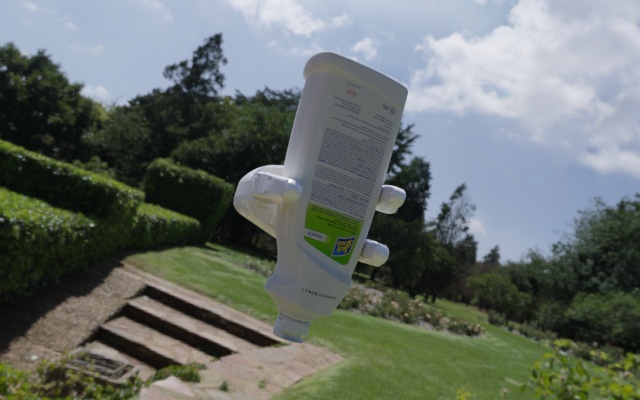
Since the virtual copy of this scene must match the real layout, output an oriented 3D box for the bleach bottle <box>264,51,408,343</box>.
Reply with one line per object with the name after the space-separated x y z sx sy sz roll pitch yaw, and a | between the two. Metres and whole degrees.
0.000 0.001 0.438 0.102 0.251 0.068 19 -6 -18 | bleach bottle
